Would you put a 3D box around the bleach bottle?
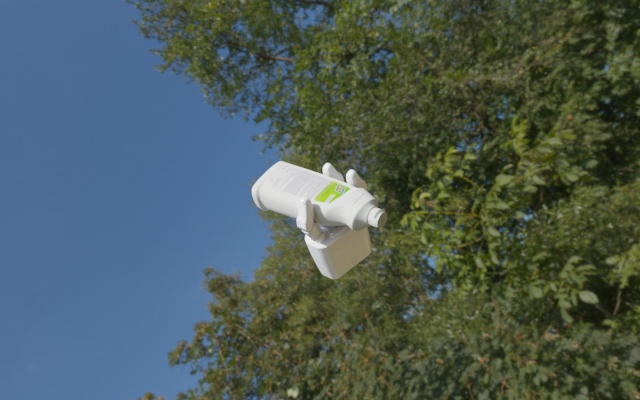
[{"bbox_3d":[0.000,0.003,0.849,0.251,0.068,0.102,20,56,35],"label":"bleach bottle"}]
